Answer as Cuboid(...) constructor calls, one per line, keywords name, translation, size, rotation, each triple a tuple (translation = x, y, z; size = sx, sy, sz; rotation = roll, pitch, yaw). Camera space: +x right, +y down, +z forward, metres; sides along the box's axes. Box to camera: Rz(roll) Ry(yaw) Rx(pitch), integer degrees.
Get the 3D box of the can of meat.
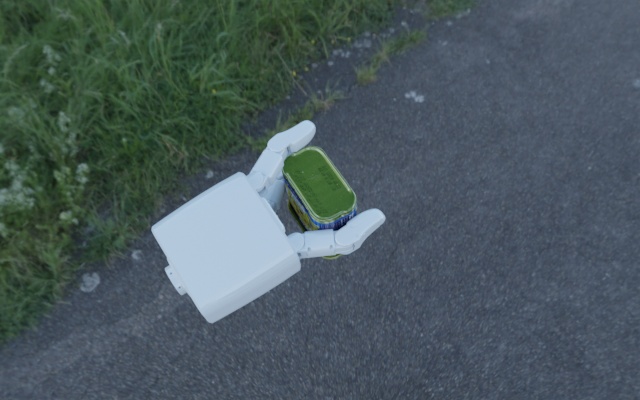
Cuboid(name="can of meat", translation=(0.000, 0.002, 0.530), size=(0.057, 0.102, 0.084), rotation=(-28, -30, -12))
